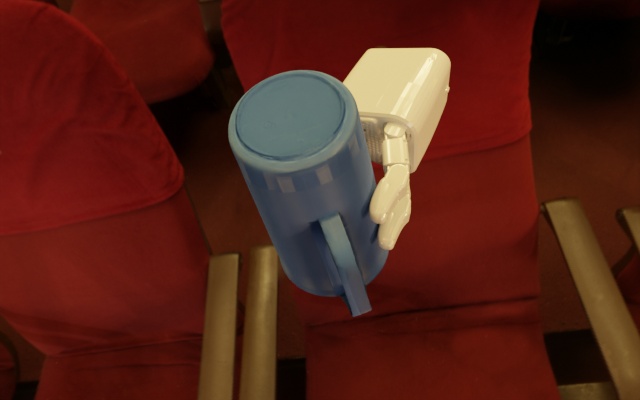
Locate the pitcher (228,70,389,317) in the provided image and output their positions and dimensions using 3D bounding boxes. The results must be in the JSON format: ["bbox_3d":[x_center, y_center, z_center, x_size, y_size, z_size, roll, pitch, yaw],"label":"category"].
[{"bbox_3d":[0.000,0.001,0.473,0.149,0.145,0.243,20,-25,22],"label":"pitcher"}]
